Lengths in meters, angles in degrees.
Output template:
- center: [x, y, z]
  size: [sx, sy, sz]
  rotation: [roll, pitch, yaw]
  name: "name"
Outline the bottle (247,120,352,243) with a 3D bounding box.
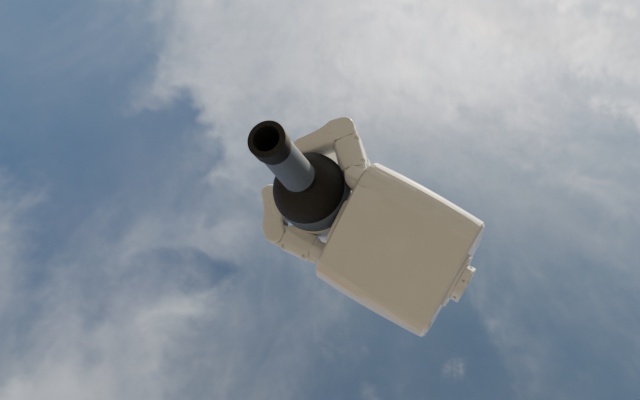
- center: [0.000, 0.002, 0.454]
  size: [0.069, 0.069, 0.296]
  rotation: [0, -17, 15]
  name: "bottle"
